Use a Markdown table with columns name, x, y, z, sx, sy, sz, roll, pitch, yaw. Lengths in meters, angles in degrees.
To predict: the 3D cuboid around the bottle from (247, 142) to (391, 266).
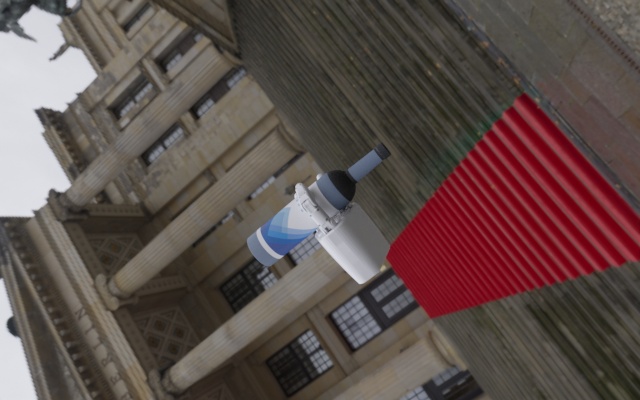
| name | x | y | z | sx | sy | sz | roll | pitch | yaw |
| --- | --- | --- | --- | --- | --- | --- | --- | --- | --- |
| bottle | 0.000 | 0.003 | 0.837 | 0.296 | 0.069 | 0.069 | -39 | -11 | 13 |
